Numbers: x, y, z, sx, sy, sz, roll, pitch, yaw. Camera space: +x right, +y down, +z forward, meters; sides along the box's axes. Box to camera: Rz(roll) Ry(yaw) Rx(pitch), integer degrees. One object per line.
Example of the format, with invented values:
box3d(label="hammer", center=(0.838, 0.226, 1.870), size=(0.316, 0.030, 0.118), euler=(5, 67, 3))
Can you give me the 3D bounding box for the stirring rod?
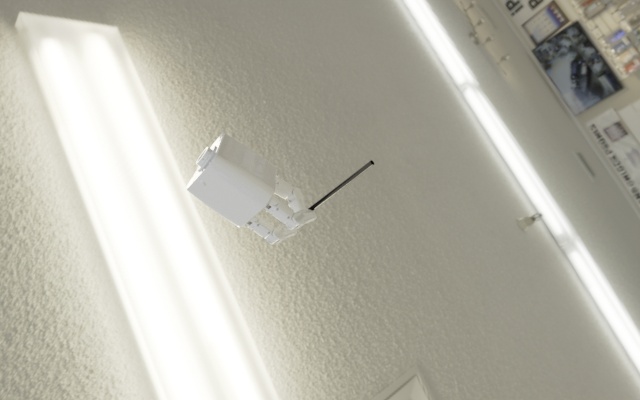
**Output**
box3d(label="stirring rod", center=(0.000, 0.002, 0.771), size=(0.011, 0.011, 0.240), euler=(0, -29, -46))
